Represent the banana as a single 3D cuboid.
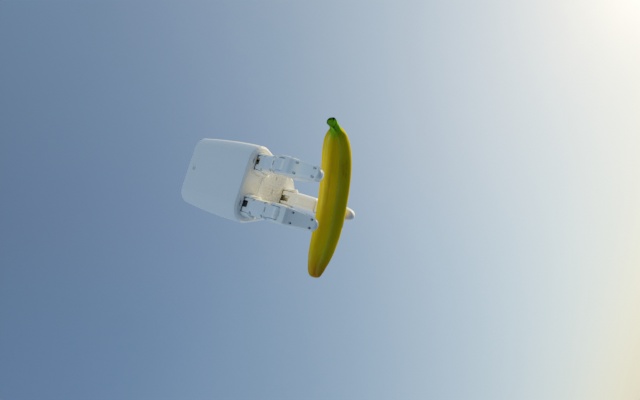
[{"bbox_3d":[0.010,-0.005,0.583,0.037,0.198,0.069,14,19,27],"label":"banana"}]
